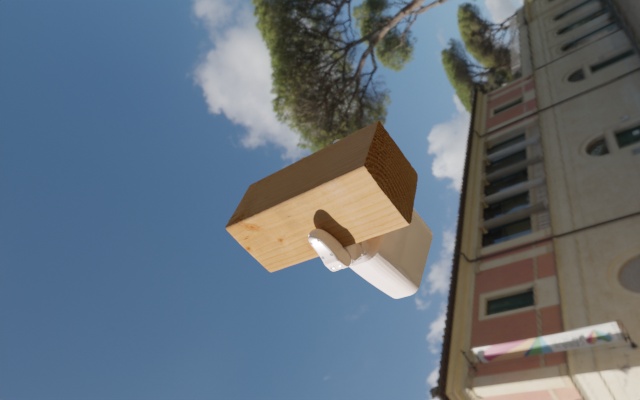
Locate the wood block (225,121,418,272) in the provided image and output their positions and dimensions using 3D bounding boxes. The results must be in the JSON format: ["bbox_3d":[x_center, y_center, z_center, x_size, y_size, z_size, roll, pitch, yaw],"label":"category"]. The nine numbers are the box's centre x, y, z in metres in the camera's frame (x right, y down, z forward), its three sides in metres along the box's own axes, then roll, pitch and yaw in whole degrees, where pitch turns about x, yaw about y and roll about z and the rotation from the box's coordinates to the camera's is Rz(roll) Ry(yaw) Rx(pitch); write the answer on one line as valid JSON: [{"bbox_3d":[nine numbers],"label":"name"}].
[{"bbox_3d":[0.000,0.002,0.568,0.206,0.090,0.090,-23,30,33],"label":"wood block"}]
